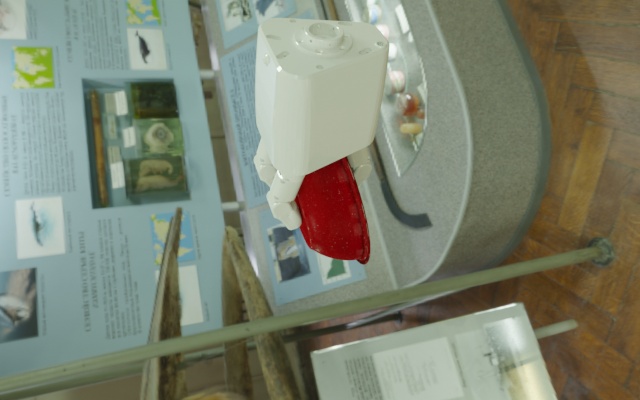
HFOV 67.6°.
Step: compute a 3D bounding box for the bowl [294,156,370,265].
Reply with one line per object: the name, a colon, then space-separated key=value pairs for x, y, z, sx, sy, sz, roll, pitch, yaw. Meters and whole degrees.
bowl: x=0.000 y=0.003 z=0.531 sx=0.055 sy=0.162 sz=0.162 roll=-18 pitch=3 yaw=-9
